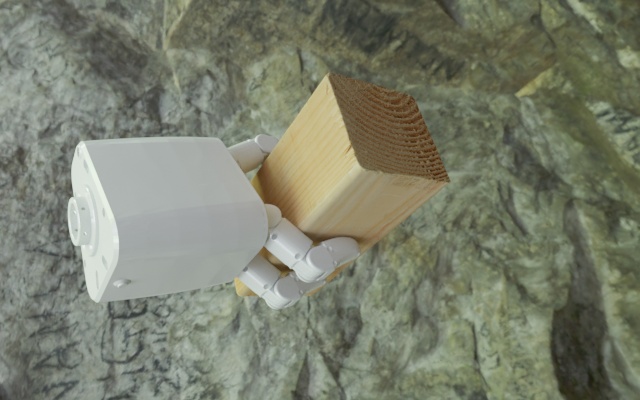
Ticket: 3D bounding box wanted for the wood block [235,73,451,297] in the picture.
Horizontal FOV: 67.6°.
[{"bbox_3d":[0.000,0.001,0.419,0.090,0.090,0.206,6,-35,-33],"label":"wood block"}]
